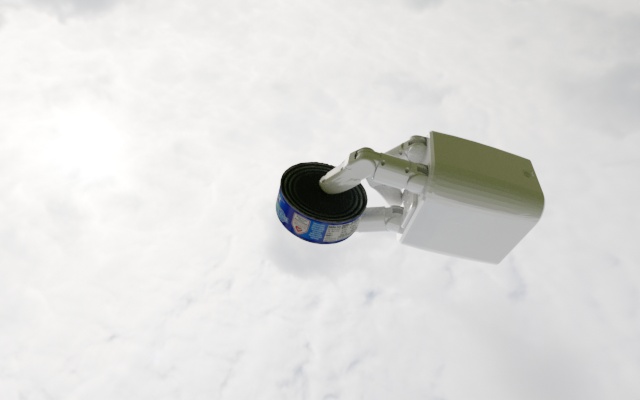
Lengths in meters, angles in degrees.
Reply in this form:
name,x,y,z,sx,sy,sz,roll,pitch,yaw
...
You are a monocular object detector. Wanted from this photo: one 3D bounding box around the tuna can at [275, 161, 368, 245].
name,x,y,z,sx,sy,sz,roll,pitch,yaw
tuna can,0.000,0.002,0.463,0.086,0.034,0.086,10,40,-9
